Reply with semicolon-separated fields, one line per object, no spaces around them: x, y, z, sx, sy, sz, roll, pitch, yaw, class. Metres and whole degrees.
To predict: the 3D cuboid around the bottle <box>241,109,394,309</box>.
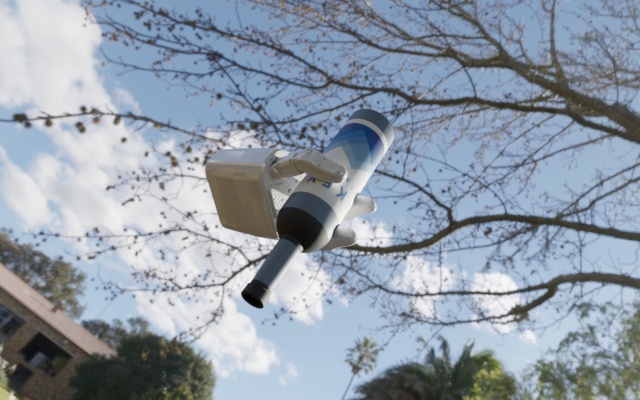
0.000;0.002;0.563;0.069;0.069;0.295;0;42;39;bottle
